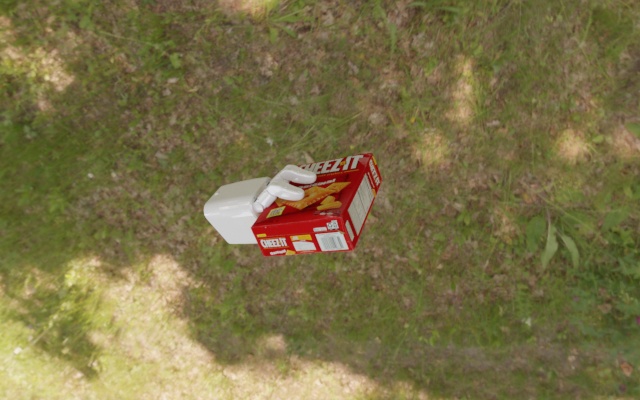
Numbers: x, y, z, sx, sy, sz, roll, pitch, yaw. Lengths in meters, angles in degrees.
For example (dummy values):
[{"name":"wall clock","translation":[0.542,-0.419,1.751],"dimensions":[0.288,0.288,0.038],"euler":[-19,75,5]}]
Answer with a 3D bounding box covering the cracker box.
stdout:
[{"name":"cracker box","translation":[0.000,0.003,0.826],"dimensions":[0.164,0.072,0.213],"euler":[-7,30,25]}]
